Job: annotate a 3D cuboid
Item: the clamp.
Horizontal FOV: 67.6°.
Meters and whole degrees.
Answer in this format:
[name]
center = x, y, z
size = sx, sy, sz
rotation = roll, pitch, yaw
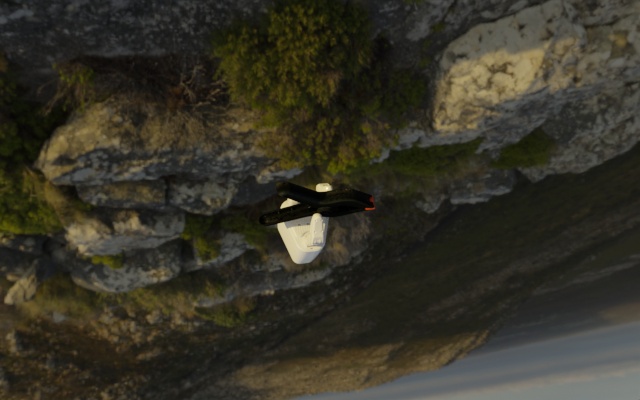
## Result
[clamp]
center = 0.001, 0.004, 0.841
size = 0.210, 0.036, 0.165
rotation = -4, -20, -13
